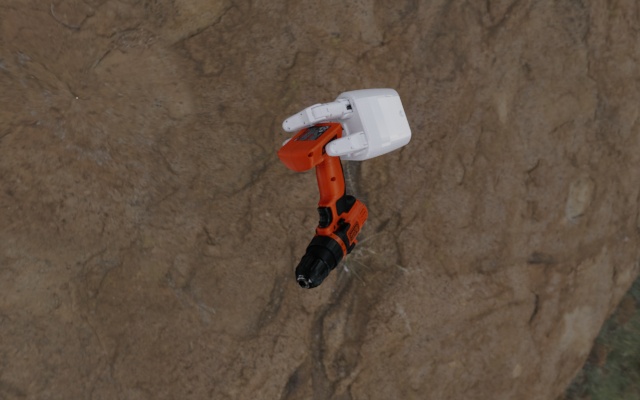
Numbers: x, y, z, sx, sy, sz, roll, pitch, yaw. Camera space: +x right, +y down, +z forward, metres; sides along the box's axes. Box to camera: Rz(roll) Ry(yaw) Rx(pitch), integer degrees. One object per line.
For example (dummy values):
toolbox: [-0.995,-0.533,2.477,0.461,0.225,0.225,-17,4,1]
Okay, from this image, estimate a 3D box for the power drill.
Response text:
power drill: [0.000,0.002,0.653,0.057,0.188,0.184,2,33,28]
